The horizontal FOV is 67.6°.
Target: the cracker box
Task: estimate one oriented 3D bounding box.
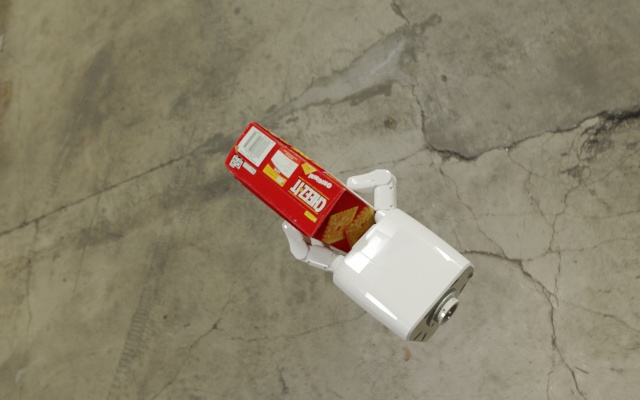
[{"bbox_3d":[0.000,0.002,0.614,0.164,0.072,0.214,37,2,31],"label":"cracker box"}]
